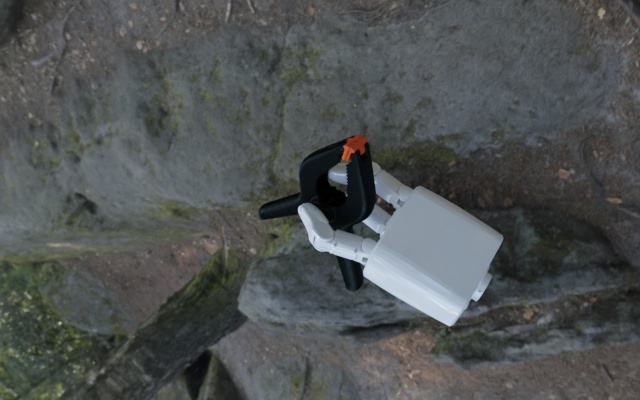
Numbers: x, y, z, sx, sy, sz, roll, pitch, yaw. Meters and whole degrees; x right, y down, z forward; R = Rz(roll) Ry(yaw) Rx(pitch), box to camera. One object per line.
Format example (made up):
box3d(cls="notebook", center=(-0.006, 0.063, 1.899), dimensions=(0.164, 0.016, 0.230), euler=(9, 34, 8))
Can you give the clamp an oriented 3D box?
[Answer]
box3d(cls="clamp", center=(0.000, 0.002, 0.550), dimensions=(0.164, 0.210, 0.036), euler=(32, 48, 17))
